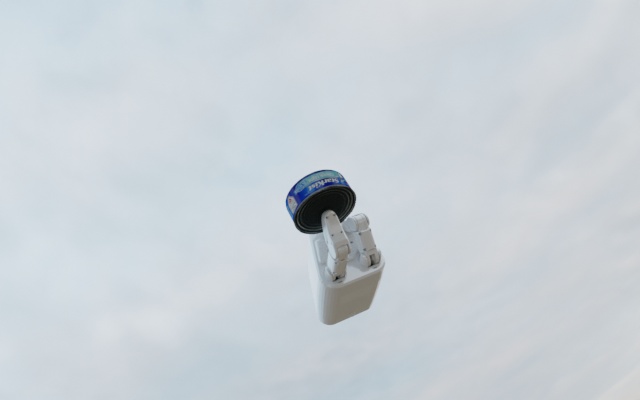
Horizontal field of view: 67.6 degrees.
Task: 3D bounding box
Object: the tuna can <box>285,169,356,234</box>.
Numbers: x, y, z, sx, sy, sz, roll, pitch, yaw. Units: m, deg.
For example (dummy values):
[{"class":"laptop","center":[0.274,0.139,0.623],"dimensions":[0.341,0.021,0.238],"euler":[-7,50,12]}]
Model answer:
[{"class":"tuna can","center":[0.000,0.002,0.603],"dimensions":[0.086,0.086,0.033],"euler":[0,44,-35]}]
